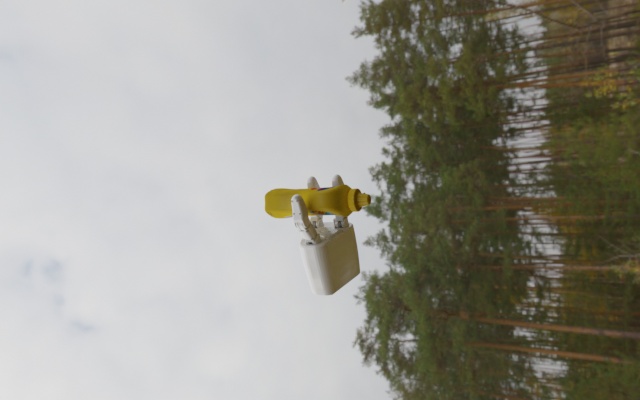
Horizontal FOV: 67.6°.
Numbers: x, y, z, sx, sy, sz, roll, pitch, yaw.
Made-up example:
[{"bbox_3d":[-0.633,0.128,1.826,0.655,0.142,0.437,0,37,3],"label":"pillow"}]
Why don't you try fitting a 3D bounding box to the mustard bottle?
[{"bbox_3d":[0.000,0.003,0.869,0.191,0.058,0.096,-2,-4,27],"label":"mustard bottle"}]
